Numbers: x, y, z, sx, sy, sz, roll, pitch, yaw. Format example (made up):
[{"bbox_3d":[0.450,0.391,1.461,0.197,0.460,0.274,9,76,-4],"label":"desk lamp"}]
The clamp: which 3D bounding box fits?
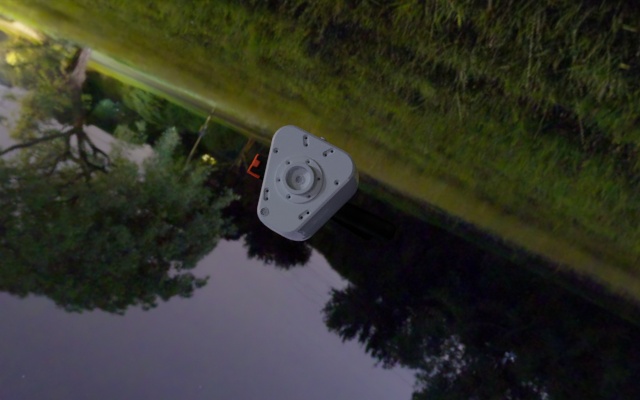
[{"bbox_3d":[-0.001,0.003,0.654,0.210,0.036,0.164,28,-6,7],"label":"clamp"}]
